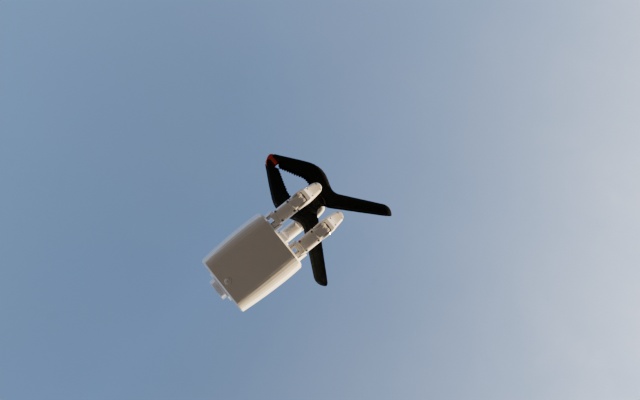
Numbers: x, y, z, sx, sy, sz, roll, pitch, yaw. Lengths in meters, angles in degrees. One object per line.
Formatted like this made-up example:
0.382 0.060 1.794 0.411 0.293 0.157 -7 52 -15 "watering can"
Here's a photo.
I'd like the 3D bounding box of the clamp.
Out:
-0.001 0.002 0.741 0.164 0.210 0.036 -38 1 -16 "clamp"
